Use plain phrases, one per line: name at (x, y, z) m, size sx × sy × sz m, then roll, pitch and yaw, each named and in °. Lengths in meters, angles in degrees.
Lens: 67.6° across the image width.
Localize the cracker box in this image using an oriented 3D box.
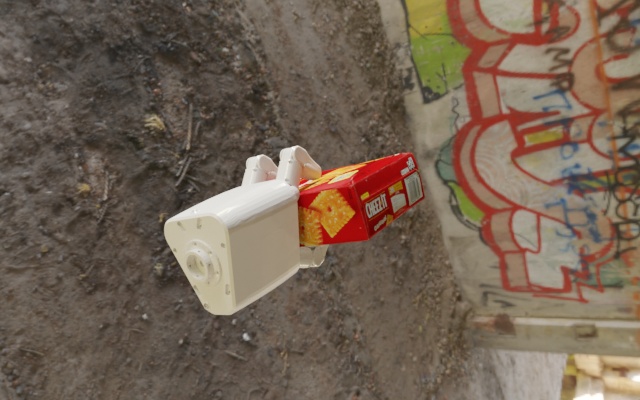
cracker box at (0.000, 0.002, 0.608) m, size 0.214 × 0.072 × 0.164 m, roll -9°, pitch 12°, yaw 36°
